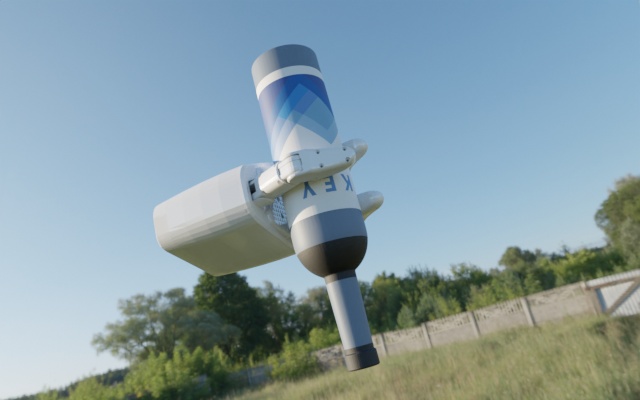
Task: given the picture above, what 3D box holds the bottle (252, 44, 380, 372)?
[{"bbox_3d":[0.000,0.001,0.435,0.069,0.295,0.069,-14,-16,-4],"label":"bottle"}]
